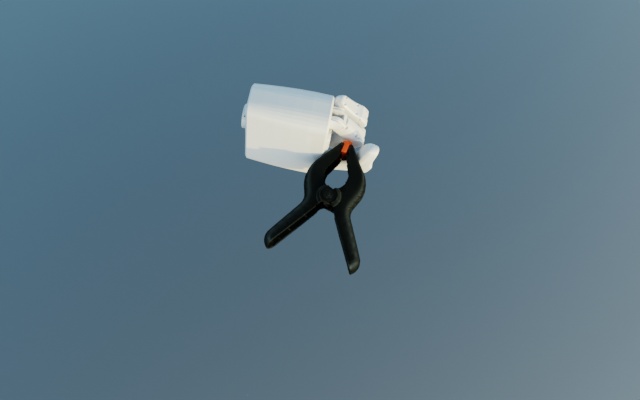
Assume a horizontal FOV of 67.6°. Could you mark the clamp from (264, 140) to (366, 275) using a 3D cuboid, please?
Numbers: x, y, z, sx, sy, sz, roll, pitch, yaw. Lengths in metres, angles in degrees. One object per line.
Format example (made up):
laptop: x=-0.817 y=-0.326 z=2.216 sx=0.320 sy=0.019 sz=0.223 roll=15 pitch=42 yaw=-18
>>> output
clamp: x=0.000 y=0.002 z=0.602 sx=0.120 sy=0.171 sz=0.039 roll=10 pitch=-23 yaw=1
